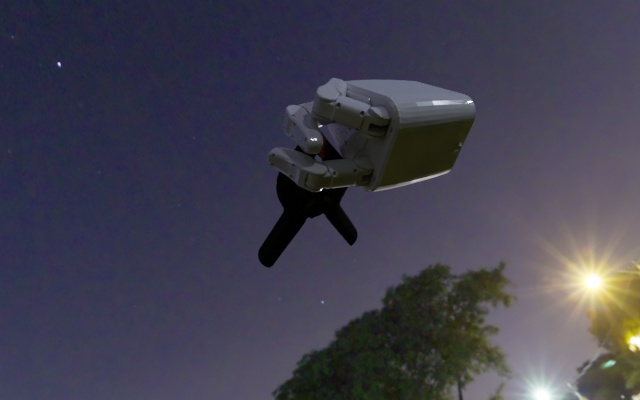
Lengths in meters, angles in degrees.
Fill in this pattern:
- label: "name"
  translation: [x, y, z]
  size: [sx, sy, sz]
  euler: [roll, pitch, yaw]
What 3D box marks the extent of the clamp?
- label: "clamp"
  translation: [0.000, 0.001, 0.514]
  size: [0.120, 0.172, 0.039]
  euler: [-11, 46, -29]
